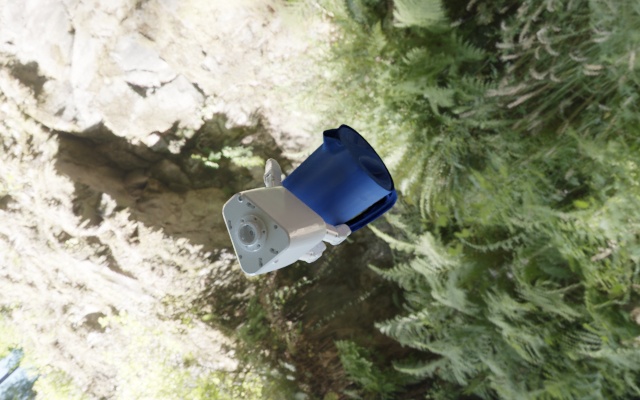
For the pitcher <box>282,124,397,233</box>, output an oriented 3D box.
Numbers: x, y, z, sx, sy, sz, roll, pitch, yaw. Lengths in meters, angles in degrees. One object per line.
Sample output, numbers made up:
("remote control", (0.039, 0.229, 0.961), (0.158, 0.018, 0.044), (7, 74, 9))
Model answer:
("pitcher", (0.000, 0.003, 0.802), (0.243, 0.149, 0.145), (-39, -10, 23))
